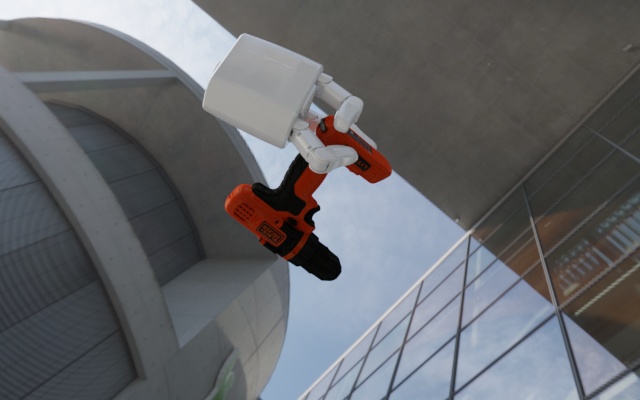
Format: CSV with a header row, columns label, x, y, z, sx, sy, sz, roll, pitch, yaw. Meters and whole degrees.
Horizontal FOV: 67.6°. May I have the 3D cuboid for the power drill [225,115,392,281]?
label,x,y,z,sx,sy,sz,roll,pitch,yaw
power drill,0.000,0.001,0.608,0.184,0.188,0.057,38,18,-18
